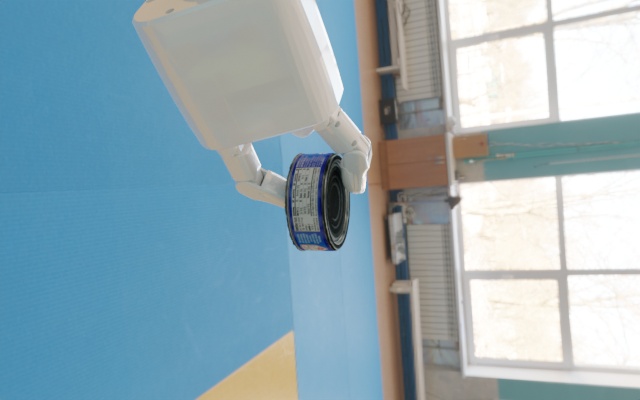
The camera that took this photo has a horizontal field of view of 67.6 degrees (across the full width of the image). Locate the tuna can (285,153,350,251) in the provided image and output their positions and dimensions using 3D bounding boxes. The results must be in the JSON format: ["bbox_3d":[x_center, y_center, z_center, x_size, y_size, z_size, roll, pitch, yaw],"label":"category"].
[{"bbox_3d":[0.001,0.001,0.414,0.034,0.086,0.086,0,0,17],"label":"tuna can"}]
